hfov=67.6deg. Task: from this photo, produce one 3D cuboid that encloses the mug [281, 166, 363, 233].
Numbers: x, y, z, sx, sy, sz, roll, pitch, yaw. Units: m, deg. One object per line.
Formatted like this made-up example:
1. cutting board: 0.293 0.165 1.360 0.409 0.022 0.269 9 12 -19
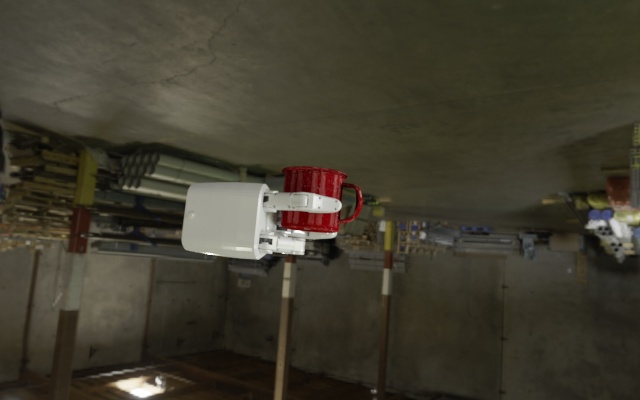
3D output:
1. mug: 0.002 0.002 0.660 0.117 0.081 0.093 4 -7 13
